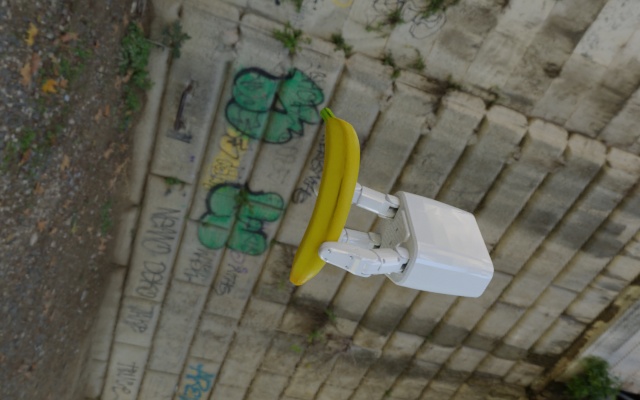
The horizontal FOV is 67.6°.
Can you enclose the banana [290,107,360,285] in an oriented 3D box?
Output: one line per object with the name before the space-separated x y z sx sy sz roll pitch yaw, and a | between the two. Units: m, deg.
banana | 0.007 0.000 0.503 0.037 0.198 0.069 12 1 -22
